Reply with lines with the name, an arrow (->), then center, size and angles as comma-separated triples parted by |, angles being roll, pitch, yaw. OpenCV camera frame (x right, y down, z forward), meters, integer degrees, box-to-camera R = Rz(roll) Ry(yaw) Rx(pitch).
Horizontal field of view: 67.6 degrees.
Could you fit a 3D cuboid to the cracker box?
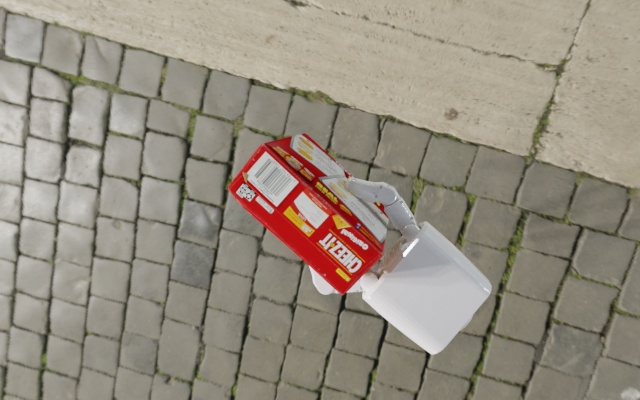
cracker box -> 0.000, 0.002, 0.574 | 0.164, 0.072, 0.213 | 42, 14, 0
